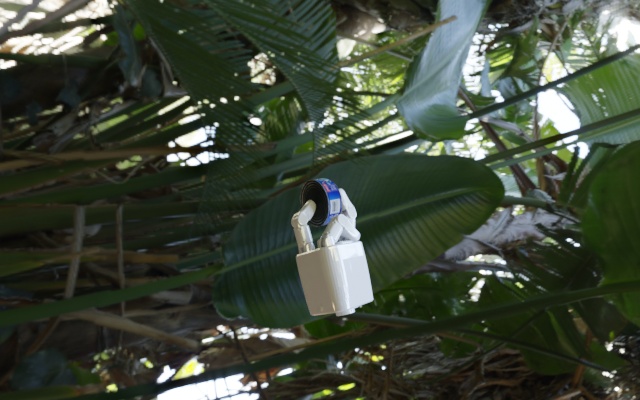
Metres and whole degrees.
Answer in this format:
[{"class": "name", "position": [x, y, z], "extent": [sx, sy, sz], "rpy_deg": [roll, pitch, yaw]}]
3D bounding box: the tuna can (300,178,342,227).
[{"class": "tuna can", "position": [0.001, 0.003, 0.863], "extent": [0.034, 0.086, 0.086], "rpy_deg": [-10, 6, -37]}]
